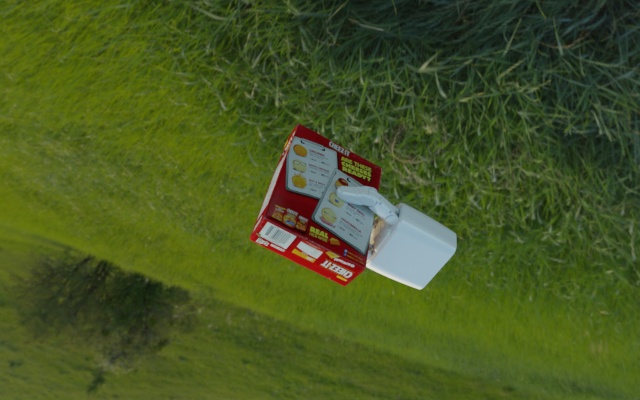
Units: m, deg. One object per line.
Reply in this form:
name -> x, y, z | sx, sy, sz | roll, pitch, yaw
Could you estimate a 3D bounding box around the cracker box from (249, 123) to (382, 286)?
cracker box -> 0.000, 0.002, 0.740 | 0.164, 0.213, 0.072 | 27, -45, -13
